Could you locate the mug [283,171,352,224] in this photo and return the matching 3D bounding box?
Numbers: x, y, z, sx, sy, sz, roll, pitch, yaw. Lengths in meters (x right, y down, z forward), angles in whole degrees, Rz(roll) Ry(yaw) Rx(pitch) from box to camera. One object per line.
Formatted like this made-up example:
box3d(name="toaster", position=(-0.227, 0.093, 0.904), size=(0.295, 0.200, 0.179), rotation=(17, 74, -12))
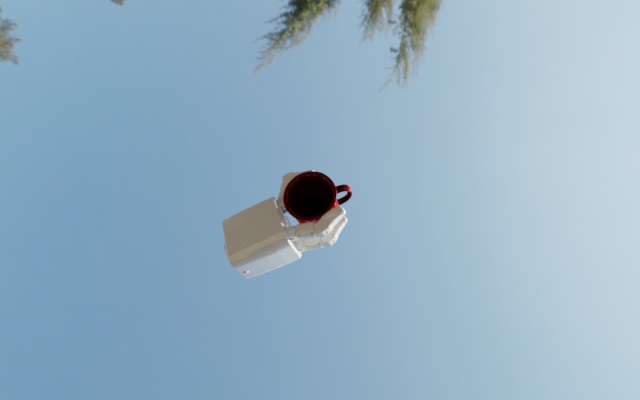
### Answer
box3d(name="mug", position=(0.001, 0.002, 0.844), size=(0.117, 0.093, 0.081), rotation=(-22, -26, 1))
